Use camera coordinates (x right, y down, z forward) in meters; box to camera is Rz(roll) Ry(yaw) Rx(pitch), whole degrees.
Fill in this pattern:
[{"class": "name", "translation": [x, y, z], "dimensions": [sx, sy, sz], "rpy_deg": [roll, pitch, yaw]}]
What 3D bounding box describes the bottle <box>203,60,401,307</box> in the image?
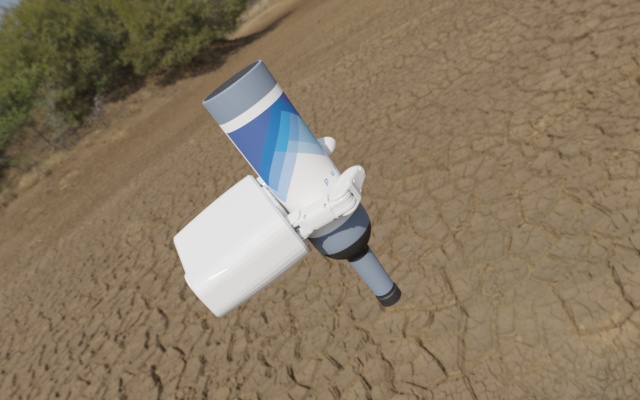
[{"class": "bottle", "translation": [0.000, 0.001, 0.488], "dimensions": [0.069, 0.296, 0.069], "rpy_deg": [-30, 23, 15]}]
